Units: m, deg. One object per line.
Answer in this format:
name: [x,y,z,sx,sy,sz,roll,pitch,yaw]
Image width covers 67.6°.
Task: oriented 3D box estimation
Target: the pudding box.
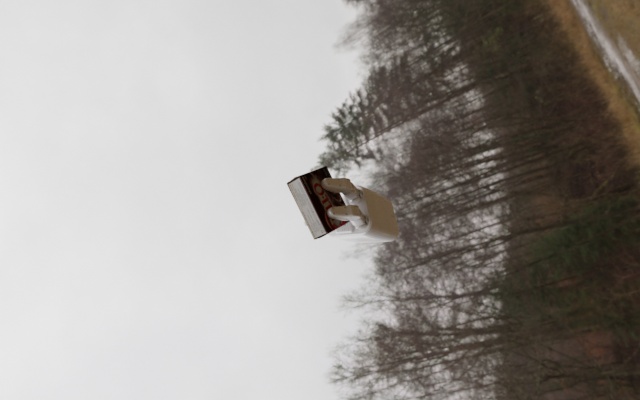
pudding box: [0.000,0.003,0.846,0.039,0.113,0.090,-30,-3,35]
